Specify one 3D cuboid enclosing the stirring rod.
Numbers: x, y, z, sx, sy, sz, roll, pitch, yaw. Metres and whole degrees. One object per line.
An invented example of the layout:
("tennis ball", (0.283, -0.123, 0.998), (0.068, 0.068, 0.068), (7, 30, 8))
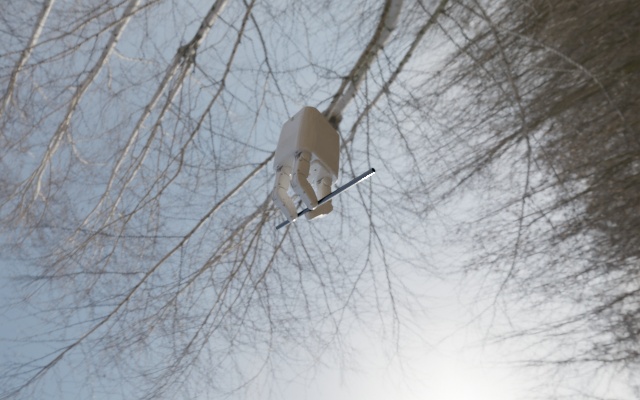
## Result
("stirring rod", (0.000, 0.002, 0.774), (0.011, 0.011, 0.239), (0, -23, -44))
